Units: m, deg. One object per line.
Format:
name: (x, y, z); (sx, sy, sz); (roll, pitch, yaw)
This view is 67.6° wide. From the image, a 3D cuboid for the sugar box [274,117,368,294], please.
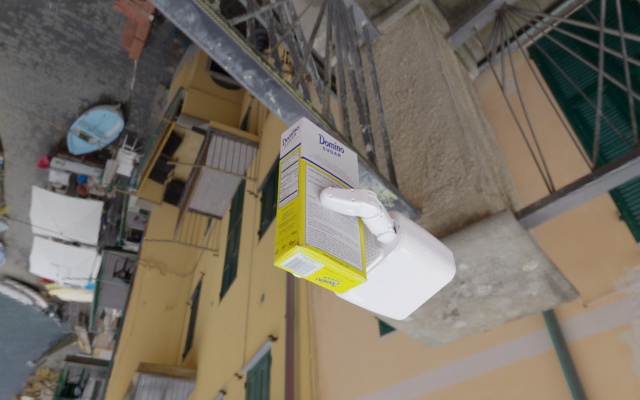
sugar box: (0.000, 0.002, 0.514); (0.093, 0.176, 0.048); (31, -51, -33)
